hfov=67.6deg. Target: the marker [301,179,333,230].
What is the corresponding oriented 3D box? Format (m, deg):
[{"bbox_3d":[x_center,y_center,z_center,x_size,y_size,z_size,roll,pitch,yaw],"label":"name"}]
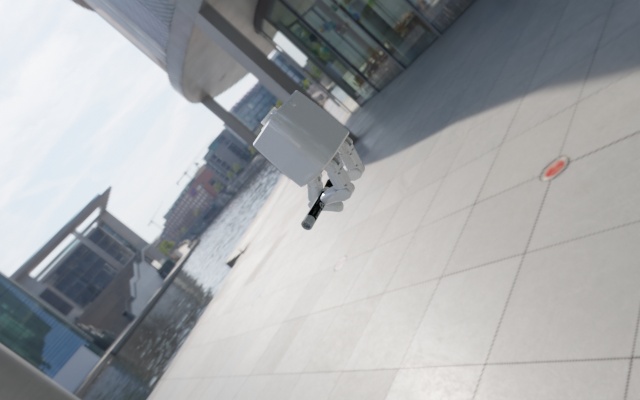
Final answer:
[{"bbox_3d":[0.000,0.003,0.764,0.020,0.020,0.121,0,36,27],"label":"marker"}]
